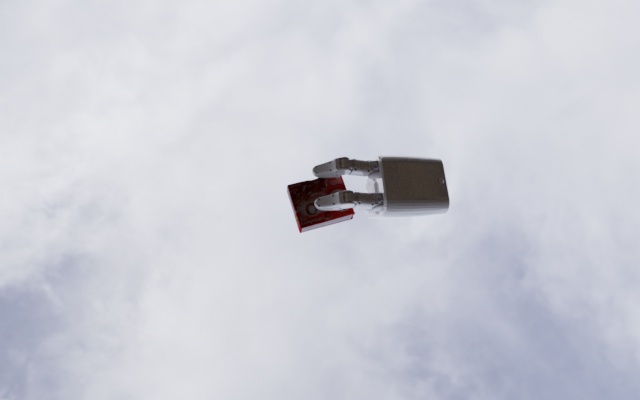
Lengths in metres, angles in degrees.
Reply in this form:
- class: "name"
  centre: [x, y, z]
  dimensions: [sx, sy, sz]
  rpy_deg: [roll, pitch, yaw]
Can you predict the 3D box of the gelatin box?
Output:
- class: "gelatin box"
  centre: [0.000, 0.003, 0.733]
  dimensions: [0.089, 0.073, 0.030]
  rpy_deg: [-14, -18, -11]
